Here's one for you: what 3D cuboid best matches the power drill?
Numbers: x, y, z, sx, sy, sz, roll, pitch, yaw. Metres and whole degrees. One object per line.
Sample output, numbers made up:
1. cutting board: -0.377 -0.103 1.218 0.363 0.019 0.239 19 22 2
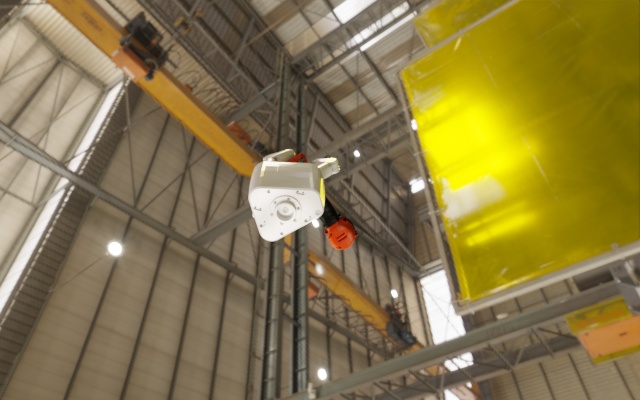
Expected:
1. power drill: 0.000 0.003 0.889 0.057 0.187 0.184 -37 1 1
